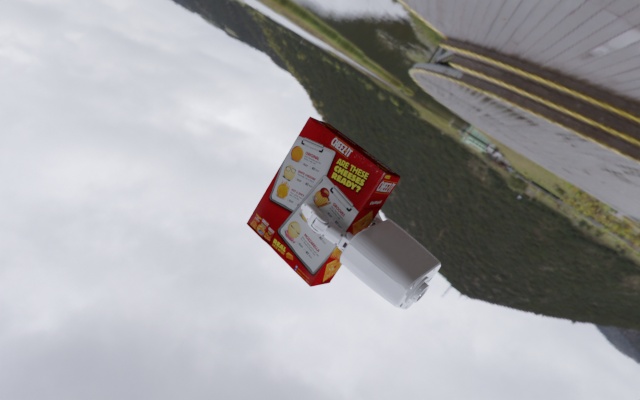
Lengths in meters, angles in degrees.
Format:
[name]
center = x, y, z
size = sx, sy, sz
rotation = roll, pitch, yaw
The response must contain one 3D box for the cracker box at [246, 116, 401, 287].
[cracker box]
center = 0.000, 0.003, 0.763
size = 0.164, 0.214, 0.072
rotation = 40, 18, 27
